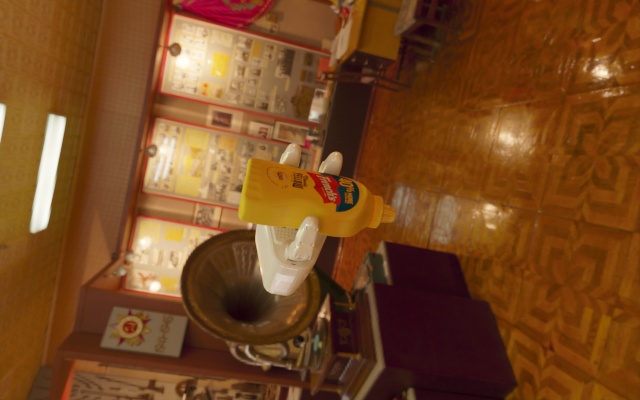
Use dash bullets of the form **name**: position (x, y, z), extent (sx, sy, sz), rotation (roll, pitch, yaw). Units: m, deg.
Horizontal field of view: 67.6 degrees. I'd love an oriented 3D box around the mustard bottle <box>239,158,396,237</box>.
- **mustard bottle**: position (0.000, 0.002, 0.587), extent (0.191, 0.058, 0.096), rotation (11, 33, -10)
